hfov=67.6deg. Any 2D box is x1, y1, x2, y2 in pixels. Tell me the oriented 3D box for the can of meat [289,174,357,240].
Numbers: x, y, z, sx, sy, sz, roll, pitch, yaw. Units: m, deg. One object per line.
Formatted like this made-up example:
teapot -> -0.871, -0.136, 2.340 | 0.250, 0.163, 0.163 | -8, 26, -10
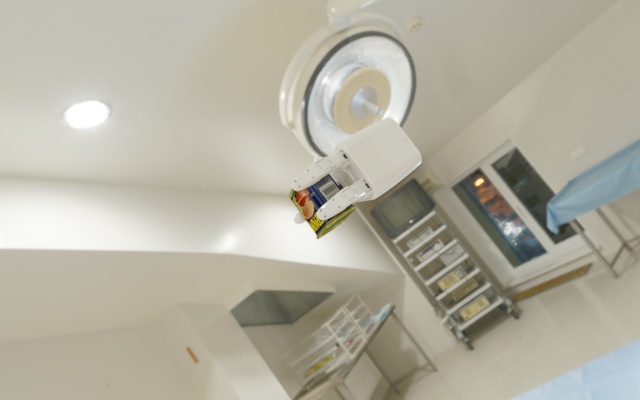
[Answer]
can of meat -> 0.000, 0.002, 0.723 | 0.057, 0.084, 0.102 | -33, -8, -20
